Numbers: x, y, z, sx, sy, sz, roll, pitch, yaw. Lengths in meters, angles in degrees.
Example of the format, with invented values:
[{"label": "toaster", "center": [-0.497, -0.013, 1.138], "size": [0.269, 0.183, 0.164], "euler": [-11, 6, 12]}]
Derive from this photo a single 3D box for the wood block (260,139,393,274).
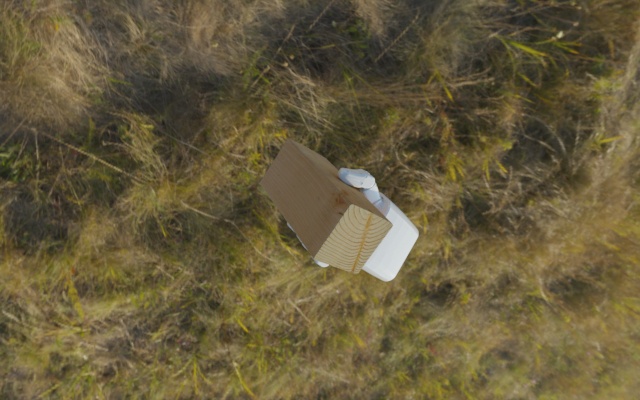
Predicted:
[{"label": "wood block", "center": [0.001, 0.002, 0.705], "size": [0.090, 0.091, 0.206], "euler": [25, 15, -39]}]
